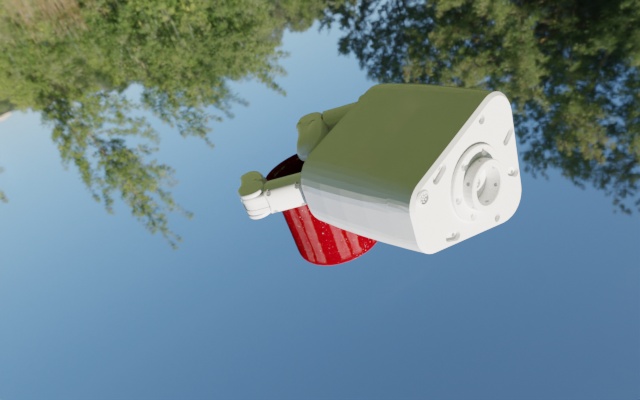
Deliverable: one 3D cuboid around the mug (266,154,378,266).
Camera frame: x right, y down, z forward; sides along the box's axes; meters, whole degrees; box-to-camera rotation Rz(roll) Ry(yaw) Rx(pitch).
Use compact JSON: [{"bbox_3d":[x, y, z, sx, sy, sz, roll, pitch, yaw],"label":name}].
[{"bbox_3d":[-0.001,0.001,0.439,0.093,0.081,0.117,-34,29,-26],"label":"mug"}]
